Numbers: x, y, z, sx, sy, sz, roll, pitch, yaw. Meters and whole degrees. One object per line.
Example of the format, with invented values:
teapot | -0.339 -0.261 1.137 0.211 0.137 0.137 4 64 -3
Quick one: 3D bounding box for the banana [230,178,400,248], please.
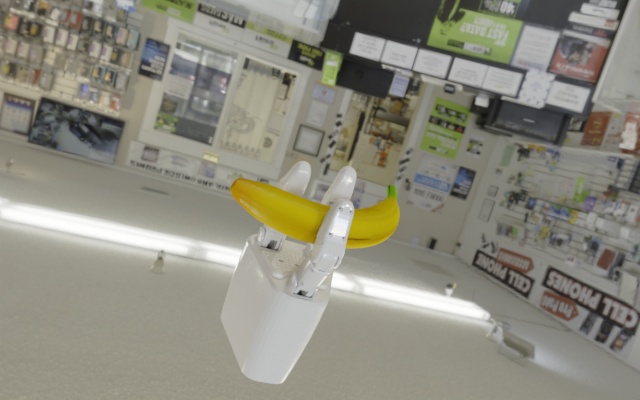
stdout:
banana | 0.011 0.015 0.450 0.198 0.037 0.069 3 42 -38
